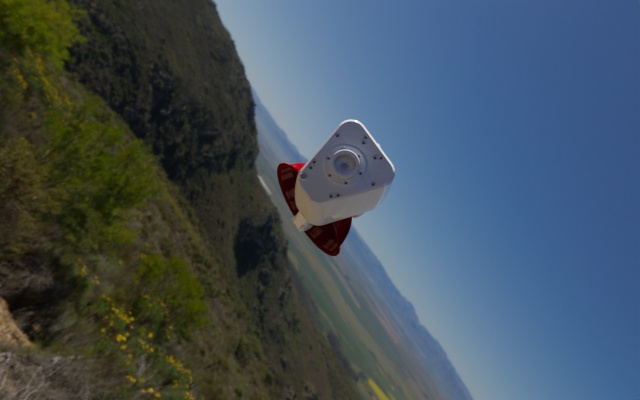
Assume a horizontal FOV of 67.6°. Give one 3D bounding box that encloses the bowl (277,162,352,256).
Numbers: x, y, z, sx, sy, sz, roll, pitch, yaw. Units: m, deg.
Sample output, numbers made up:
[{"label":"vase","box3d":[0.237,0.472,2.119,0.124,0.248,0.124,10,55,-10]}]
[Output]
[{"label":"bowl","box3d":[0.000,0.002,0.725,0.055,0.162,0.162,-31,11,-19]}]
